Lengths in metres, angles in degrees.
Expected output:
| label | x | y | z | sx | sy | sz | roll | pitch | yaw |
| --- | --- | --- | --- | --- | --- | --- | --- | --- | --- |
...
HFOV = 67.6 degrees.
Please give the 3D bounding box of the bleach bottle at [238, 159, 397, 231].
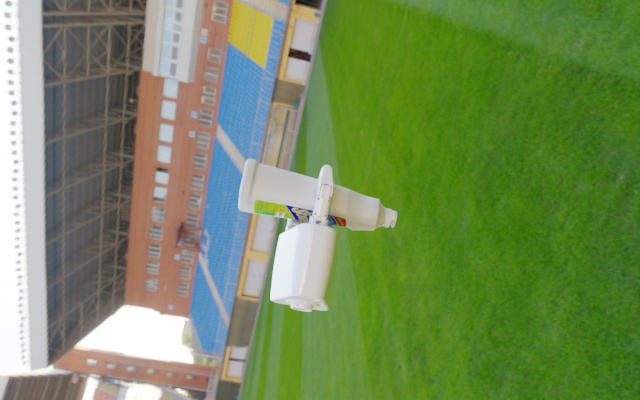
| label | x | y | z | sx | sy | sz | roll | pitch | yaw |
| --- | --- | --- | --- | --- | --- | --- | --- | --- | --- |
| bleach bottle | 0.000 | 0.002 | 0.756 | 0.251 | 0.068 | 0.103 | 12 | -21 | -7 |
